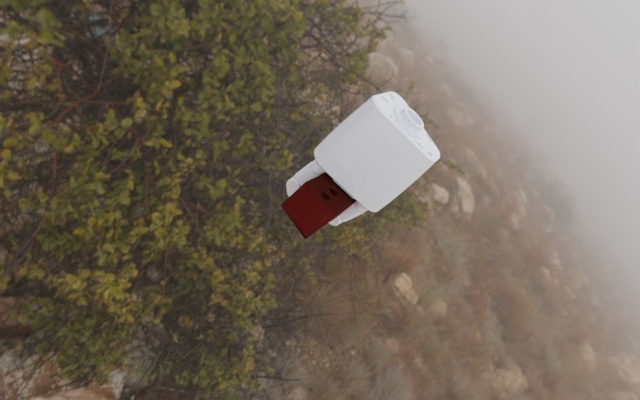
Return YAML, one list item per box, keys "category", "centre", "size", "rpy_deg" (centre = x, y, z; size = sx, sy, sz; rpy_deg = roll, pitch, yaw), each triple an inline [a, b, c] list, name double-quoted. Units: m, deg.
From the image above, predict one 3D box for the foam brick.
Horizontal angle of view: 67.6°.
- category: "foam brick"
  centre: [0.000, 0.002, 0.590]
  size: [0.051, 0.053, 0.078]
  rpy_deg: [-41, -5, 32]
